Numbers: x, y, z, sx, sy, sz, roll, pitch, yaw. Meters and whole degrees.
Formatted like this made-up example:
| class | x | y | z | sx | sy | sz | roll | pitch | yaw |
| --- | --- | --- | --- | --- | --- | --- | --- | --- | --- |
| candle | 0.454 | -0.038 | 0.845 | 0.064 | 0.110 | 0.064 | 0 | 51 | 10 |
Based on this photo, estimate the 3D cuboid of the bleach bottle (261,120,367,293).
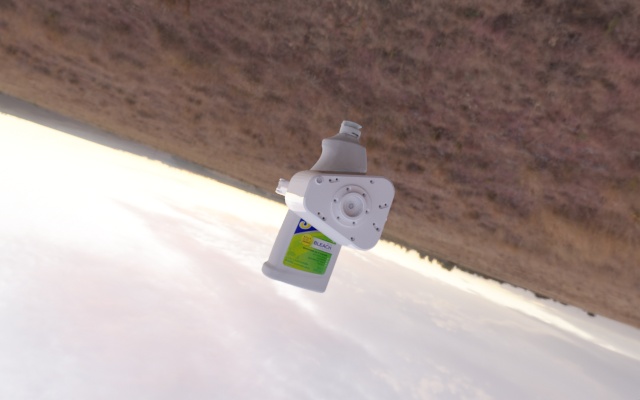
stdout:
| class | x | y | z | sx | sy | sz | roll | pitch | yaw |
| --- | --- | --- | --- | --- | --- | --- | --- | --- | --- |
| bleach bottle | 0.000 | 0.002 | 0.704 | 0.102 | 0.251 | 0.068 | 19 | -2 | -14 |
